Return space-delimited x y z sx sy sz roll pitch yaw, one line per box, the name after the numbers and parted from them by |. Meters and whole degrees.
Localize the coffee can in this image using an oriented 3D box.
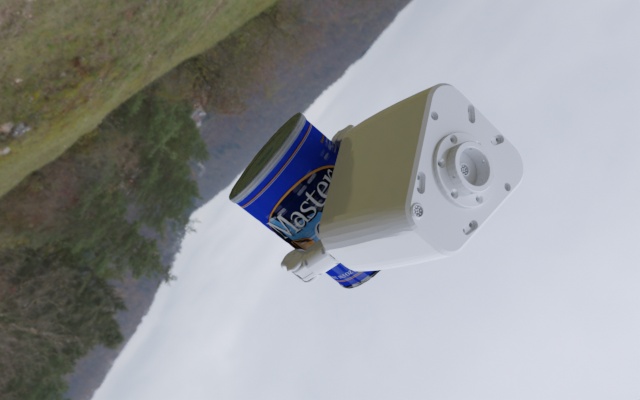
0.000 0.001 0.453 0.140 0.103 0.103 40 -12 -15 | coffee can
